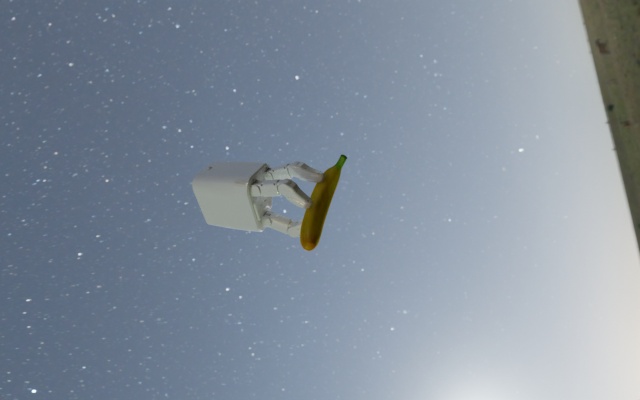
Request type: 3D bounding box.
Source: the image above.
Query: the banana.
[{"bbox_3d":[-0.003,0.010,0.771,0.037,0.197,0.070,20,-37,-1],"label":"banana"}]
